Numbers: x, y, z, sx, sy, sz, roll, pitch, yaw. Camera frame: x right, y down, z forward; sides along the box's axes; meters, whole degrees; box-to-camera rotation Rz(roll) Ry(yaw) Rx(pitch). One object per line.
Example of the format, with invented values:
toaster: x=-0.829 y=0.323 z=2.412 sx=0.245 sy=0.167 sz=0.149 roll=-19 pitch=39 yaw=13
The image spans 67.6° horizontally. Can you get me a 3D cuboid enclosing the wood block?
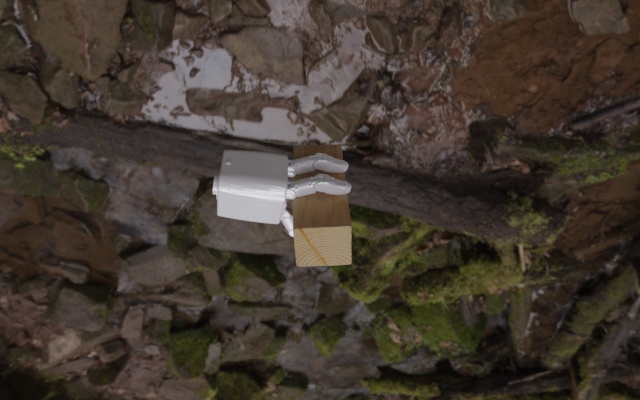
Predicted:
wood block: x=0.000 y=0.003 z=0.808 sx=0.090 sy=0.091 sz=0.206 roll=-3 pitch=43 yaw=-1
